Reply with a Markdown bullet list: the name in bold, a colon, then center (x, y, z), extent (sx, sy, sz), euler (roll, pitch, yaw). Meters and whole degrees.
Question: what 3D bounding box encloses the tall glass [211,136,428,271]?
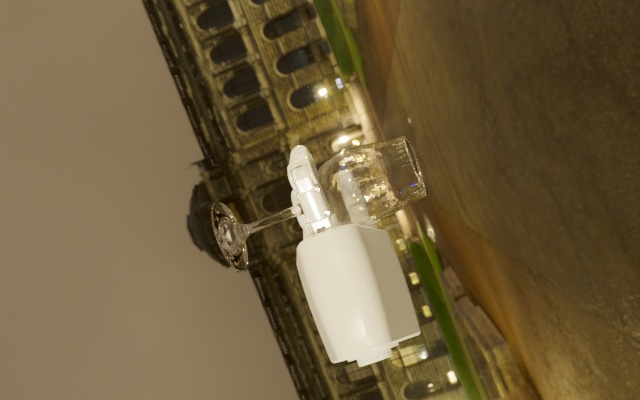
- **tall glass**: center (-0.001, 0.002, 0.471), extent (0.201, 0.079, 0.079), euler (-21, -3, 8)
